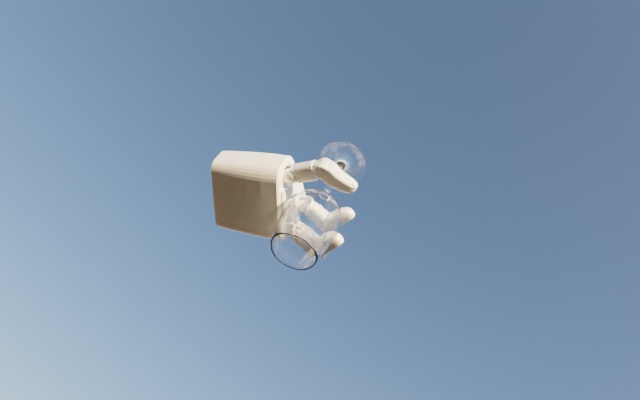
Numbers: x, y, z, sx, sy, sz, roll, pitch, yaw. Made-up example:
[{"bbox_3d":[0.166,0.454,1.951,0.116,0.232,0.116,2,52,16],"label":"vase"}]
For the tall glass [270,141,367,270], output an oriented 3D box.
[{"bbox_3d":[0.000,0.002,0.648,0.079,0.079,0.201,0,37,25],"label":"tall glass"}]
